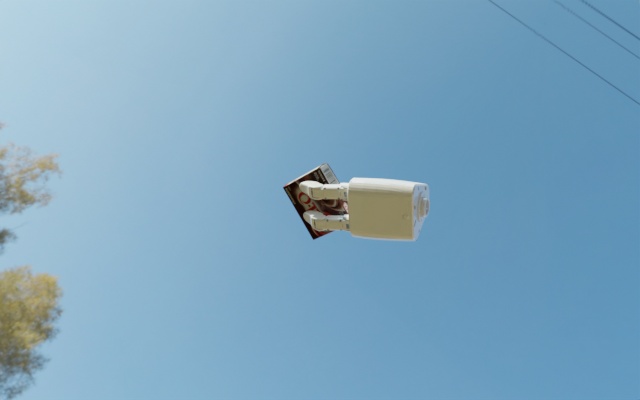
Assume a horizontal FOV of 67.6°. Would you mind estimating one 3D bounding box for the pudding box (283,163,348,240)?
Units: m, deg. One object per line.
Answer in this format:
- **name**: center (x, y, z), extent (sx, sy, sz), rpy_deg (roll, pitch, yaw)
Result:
- **pudding box**: center (0.000, 0.003, 0.837), extent (0.090, 0.113, 0.039), rpy_deg (-27, 5, 33)
